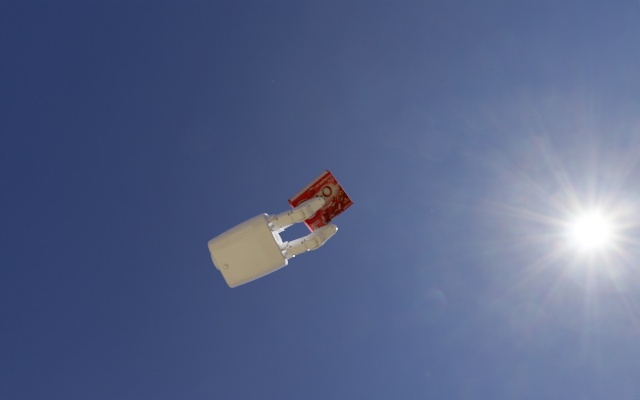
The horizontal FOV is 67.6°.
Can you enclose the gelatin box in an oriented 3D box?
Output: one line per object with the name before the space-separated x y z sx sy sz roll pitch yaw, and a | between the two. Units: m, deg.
gelatin box | 0.000 0.002 0.829 0.089 0.073 0.030 -39 16 -4
